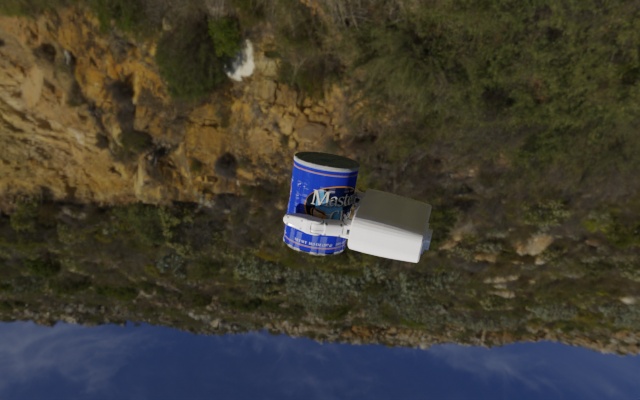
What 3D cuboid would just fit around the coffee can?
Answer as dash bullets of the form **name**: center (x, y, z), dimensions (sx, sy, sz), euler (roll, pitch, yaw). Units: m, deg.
- **coffee can**: center (0.000, 0.002, 0.756), dimensions (0.103, 0.140, 0.102), euler (8, 16, -2)
